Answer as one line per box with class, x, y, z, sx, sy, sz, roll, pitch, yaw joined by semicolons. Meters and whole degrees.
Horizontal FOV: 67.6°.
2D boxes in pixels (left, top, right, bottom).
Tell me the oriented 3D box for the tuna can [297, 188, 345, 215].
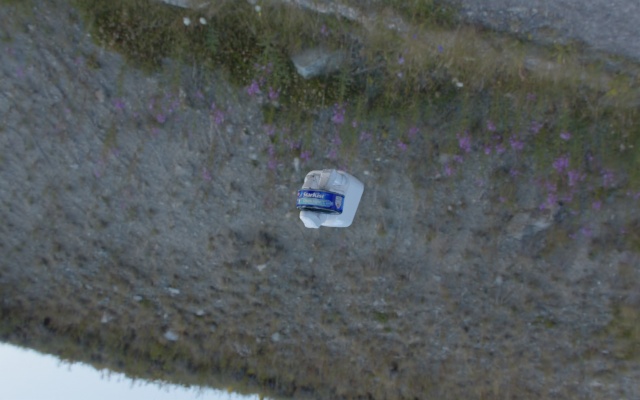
tuna can;0.000;0.003;0.864;0.086;0.033;0.086;8;-7;1
